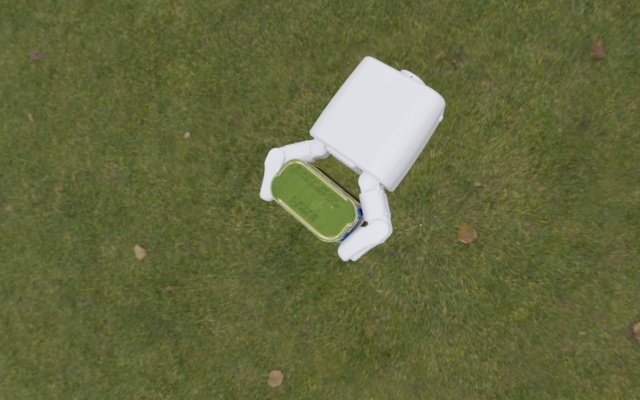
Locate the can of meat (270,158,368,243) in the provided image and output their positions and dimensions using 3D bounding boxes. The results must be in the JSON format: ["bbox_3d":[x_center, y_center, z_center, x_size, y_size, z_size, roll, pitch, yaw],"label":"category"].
[{"bbox_3d":[0.000,0.002,0.523,0.102,0.057,0.084,39,5,11],"label":"can of meat"}]
